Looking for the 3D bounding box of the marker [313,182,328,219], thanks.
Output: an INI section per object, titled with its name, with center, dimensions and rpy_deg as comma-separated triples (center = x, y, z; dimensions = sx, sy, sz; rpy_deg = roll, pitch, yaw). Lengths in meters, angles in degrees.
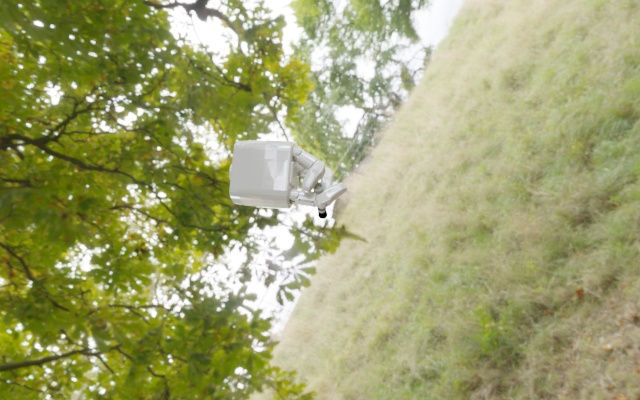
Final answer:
[marker]
center = 0.000, 0.003, 0.871
dimensions = 0.020, 0.020, 0.121
rpy_deg = 0, -27, 5
